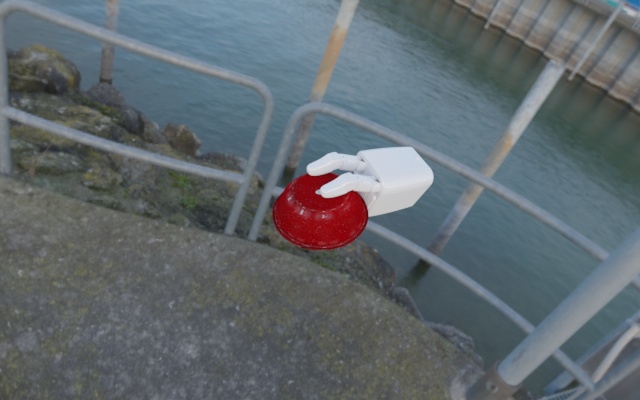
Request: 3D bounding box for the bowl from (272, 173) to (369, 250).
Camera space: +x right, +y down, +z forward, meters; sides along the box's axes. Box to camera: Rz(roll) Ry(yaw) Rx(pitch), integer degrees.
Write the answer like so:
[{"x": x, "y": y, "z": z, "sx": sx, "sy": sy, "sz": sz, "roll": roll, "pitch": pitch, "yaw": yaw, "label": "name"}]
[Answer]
[{"x": -0.001, "y": 0.003, "z": 0.780, "sx": 0.162, "sy": 0.162, "sz": 0.055, "roll": 0, "pitch": -44, "yaw": -1, "label": "bowl"}]
